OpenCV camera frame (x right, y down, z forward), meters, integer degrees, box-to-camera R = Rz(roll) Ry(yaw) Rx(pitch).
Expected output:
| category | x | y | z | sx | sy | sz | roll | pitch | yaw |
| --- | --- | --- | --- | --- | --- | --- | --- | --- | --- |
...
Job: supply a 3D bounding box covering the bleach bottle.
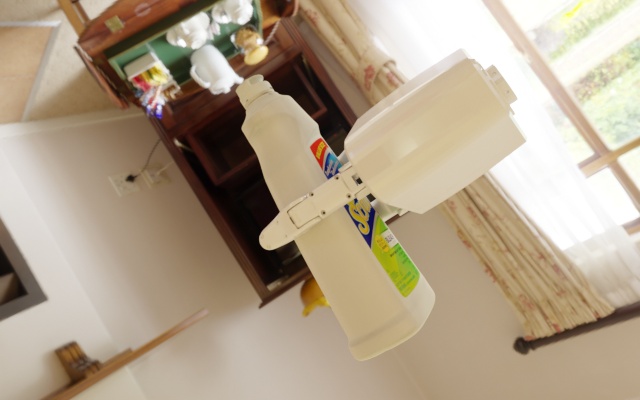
| category | x | y | z | sx | sy | sz | roll | pitch | yaw |
| --- | --- | --- | --- | --- | --- | --- | --- | --- | --- |
| bleach bottle | 0.000 | 0.001 | 0.411 | 0.068 | 0.251 | 0.102 | -35 | -6 | 24 |
